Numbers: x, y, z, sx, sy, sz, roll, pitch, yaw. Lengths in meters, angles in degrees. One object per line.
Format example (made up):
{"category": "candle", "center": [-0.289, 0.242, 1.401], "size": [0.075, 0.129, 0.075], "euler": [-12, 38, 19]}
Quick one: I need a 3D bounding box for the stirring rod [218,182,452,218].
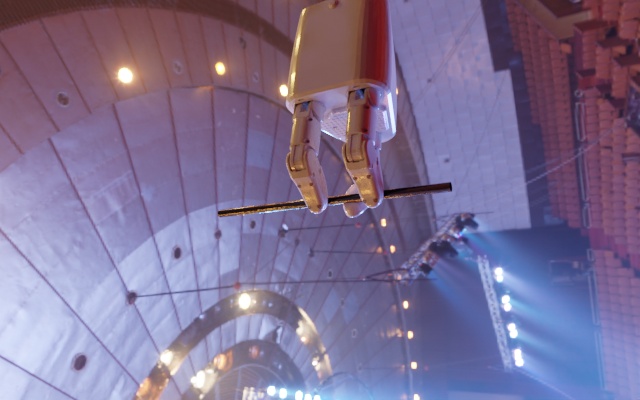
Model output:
{"category": "stirring rod", "center": [0.000, 0.001, 0.442], "size": [0.239, 0.011, 0.011], "euler": [-7, -3, 29]}
